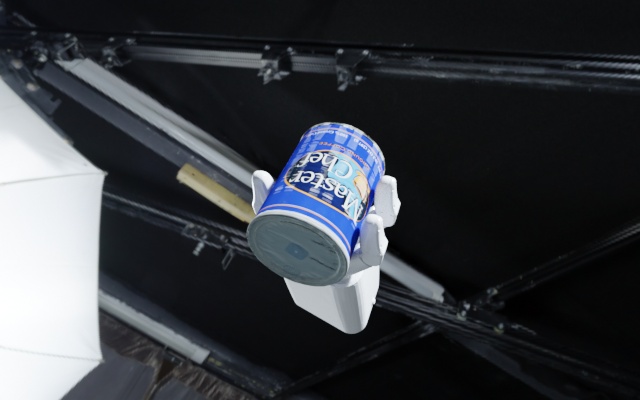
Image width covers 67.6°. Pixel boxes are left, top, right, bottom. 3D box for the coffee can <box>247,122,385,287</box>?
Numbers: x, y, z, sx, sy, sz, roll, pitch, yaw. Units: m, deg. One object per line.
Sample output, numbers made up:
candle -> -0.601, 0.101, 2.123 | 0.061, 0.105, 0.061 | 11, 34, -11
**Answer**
coffee can -> 0.000, 0.002, 0.493 | 0.103, 0.103, 0.140 | 0, 44, 28
